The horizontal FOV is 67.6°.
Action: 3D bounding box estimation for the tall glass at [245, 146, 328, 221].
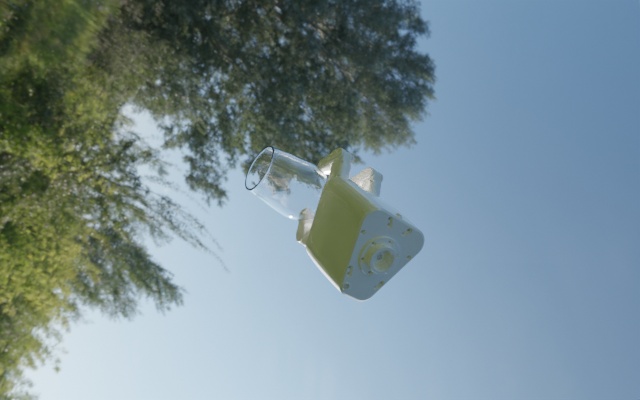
[{"bbox_3d":[0.001,0.002,0.638,0.201,0.079,0.079,29,-15,-28],"label":"tall glass"}]
